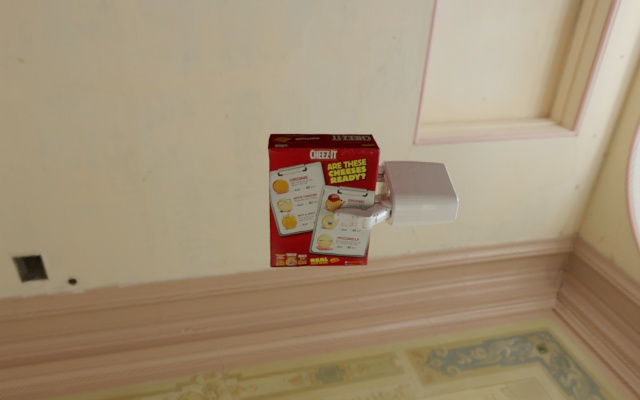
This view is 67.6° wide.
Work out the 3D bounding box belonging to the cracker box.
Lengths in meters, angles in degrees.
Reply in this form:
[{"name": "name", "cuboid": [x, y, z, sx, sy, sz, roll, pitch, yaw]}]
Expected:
[{"name": "cracker box", "cuboid": [0.000, 0.003, 0.761, 0.164, 0.214, 0.072, -1, 29, -5]}]
